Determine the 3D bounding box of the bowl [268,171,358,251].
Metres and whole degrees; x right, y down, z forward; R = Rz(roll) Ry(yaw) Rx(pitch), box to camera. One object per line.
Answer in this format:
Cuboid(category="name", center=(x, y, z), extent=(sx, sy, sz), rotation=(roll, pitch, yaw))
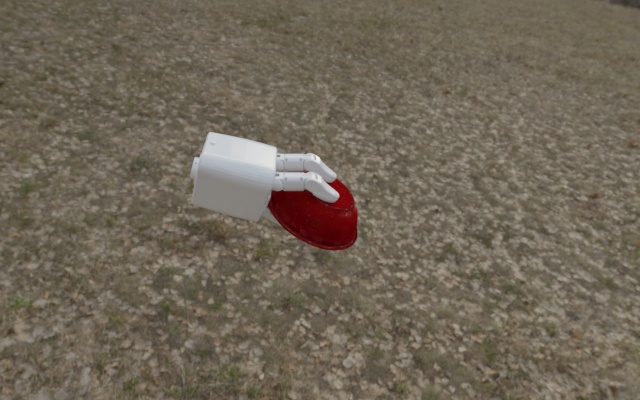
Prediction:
Cuboid(category="bowl", center=(0.001, 0.002, 0.752), extent=(0.162, 0.055, 0.162), rotation=(23, 31, -15))
